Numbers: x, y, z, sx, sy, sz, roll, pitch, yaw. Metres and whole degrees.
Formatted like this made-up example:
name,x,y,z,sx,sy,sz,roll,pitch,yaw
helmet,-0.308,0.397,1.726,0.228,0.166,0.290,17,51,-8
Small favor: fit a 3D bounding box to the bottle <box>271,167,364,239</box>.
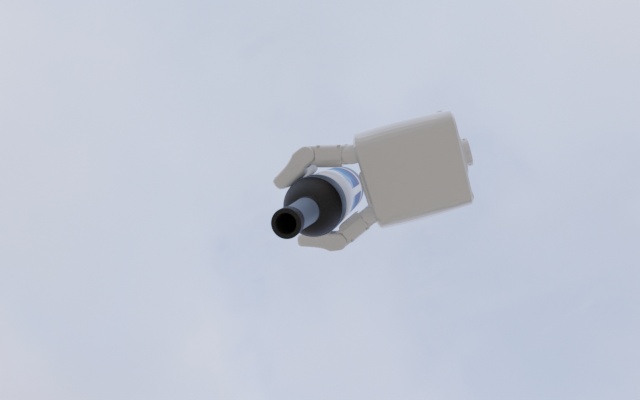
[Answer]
name,x,y,z,sx,sy,sz,roll,pitch,yaw
bottle,0.000,0.002,0.551,0.069,0.069,0.295,0,7,12
